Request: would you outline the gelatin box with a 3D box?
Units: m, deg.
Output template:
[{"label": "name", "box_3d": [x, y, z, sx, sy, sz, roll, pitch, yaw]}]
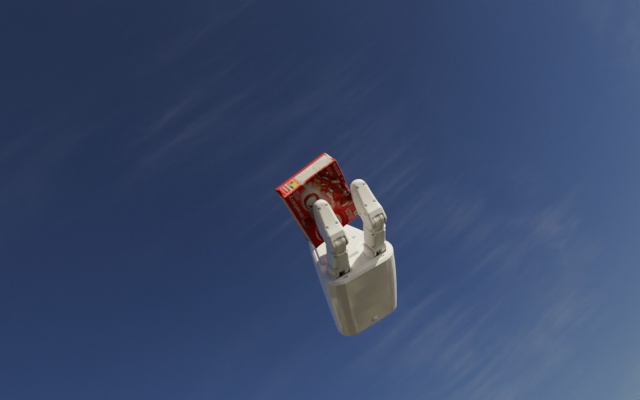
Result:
[{"label": "gelatin box", "box_3d": [0.000, 0.001, 0.559, 0.073, 0.089, 0.030, -37, 36, -11]}]
